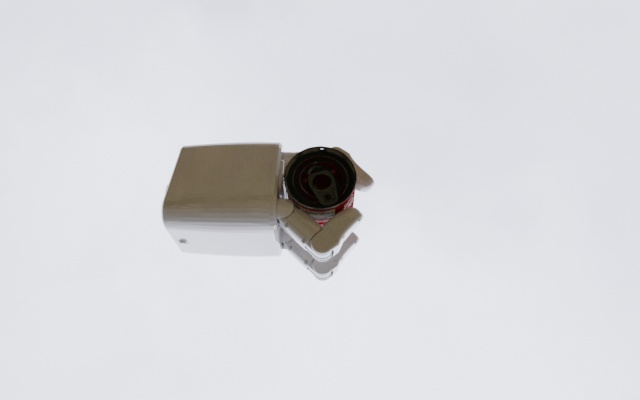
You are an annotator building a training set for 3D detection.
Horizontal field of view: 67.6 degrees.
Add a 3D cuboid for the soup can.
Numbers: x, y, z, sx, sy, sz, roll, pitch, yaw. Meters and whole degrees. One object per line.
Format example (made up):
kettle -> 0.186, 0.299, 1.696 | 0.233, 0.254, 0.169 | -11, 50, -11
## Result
soup can -> 0.001, 0.002, 0.487 | 0.068, 0.068, 0.102 | 0, -28, 0
